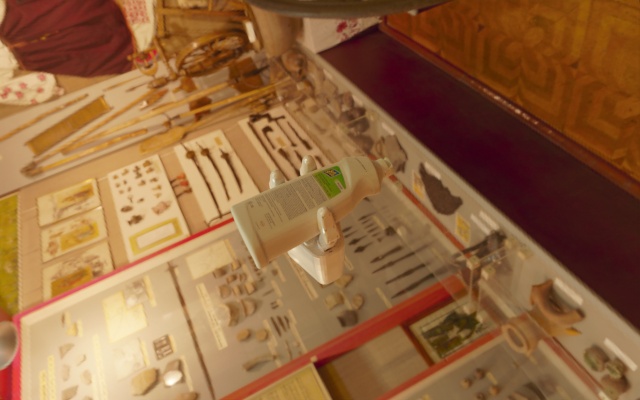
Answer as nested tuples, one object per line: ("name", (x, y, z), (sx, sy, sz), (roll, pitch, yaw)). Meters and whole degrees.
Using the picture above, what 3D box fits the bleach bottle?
("bleach bottle", (0.000, 0.002, 0.715), (0.251, 0.102, 0.068), (-25, -33, -12))
